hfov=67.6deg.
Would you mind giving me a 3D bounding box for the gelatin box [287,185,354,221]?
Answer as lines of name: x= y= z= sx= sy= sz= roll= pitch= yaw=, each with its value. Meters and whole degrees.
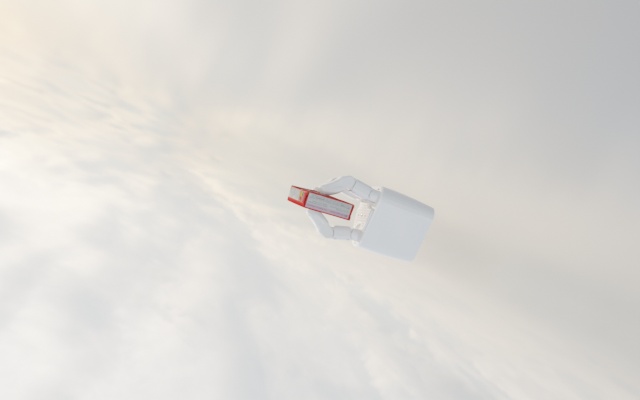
gelatin box: x=0.000 y=0.003 z=0.784 sx=0.089 sy=0.030 sz=0.073 roll=16 pitch=3 yaw=-26
